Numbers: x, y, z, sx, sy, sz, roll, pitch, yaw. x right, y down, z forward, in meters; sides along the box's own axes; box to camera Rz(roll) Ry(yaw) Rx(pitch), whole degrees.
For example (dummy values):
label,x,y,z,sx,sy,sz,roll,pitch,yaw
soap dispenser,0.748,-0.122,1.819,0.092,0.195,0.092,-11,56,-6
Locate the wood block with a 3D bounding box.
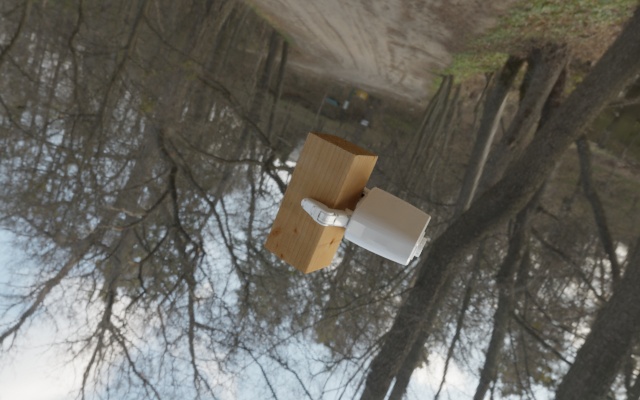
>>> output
label,x,y,z,sx,sy,sz,roll,pitch,yaw
wood block,0.000,0.003,0.777,0.090,0.206,0.091,30,17,25
